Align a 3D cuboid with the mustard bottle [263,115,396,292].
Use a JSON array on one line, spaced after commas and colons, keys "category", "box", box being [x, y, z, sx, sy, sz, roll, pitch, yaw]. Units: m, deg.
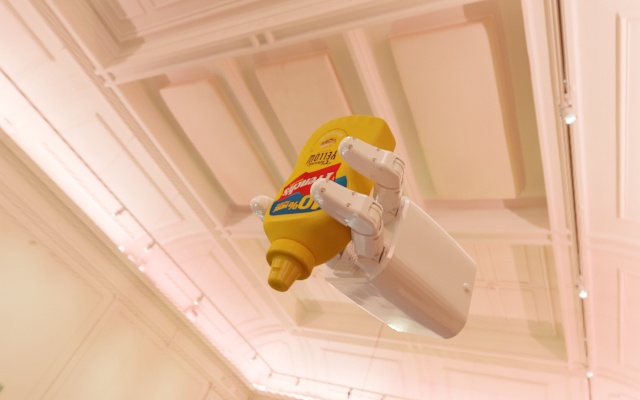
[{"category": "mustard bottle", "box": [0.000, 0.001, 0.438, 0.096, 0.191, 0.058, -5, -48, 35]}]
